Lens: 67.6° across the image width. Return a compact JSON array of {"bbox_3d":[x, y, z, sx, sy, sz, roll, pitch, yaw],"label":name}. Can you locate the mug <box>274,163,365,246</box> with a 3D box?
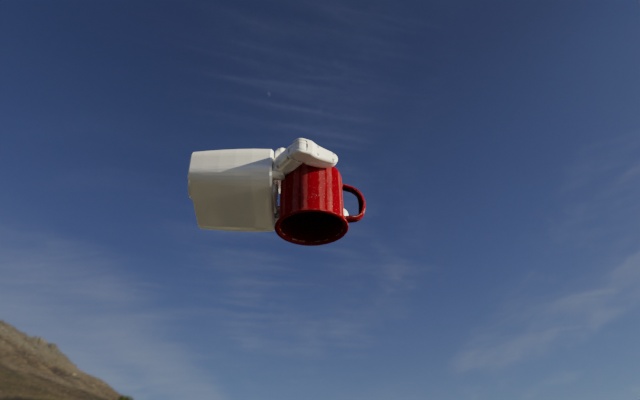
[{"bbox_3d":[0.002,0.002,0.620,0.117,0.081,0.093,0,-32,-2],"label":"mug"}]
